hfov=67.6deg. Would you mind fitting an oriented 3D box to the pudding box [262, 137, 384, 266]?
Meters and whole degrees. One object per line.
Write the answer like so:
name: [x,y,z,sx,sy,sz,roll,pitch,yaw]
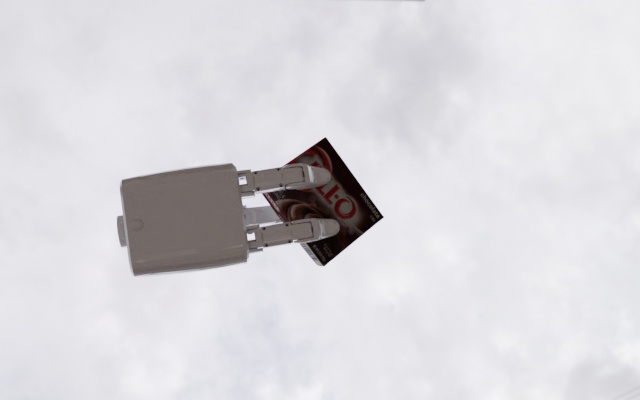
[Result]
pudding box: [0.000,0.002,0.523,0.090,0.113,0.039,-37,5,-17]
